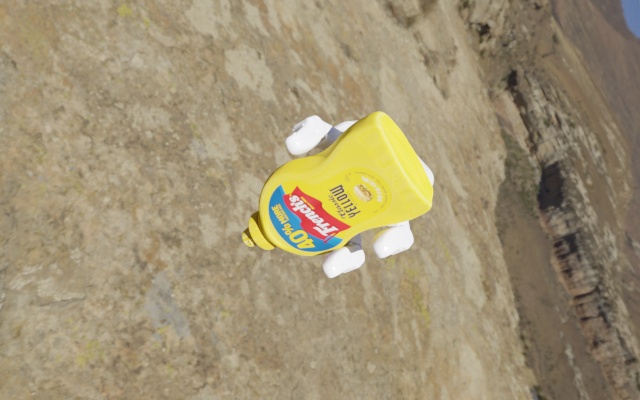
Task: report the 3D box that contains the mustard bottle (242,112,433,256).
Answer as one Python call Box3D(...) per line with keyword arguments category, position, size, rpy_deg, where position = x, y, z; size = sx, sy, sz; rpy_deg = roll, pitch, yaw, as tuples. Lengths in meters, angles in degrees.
Box3D(category="mustard bottle", position=(0.000, 0.001, 0.449), size=(0.192, 0.096, 0.058), rpy_deg=(-26, 22, 28))
